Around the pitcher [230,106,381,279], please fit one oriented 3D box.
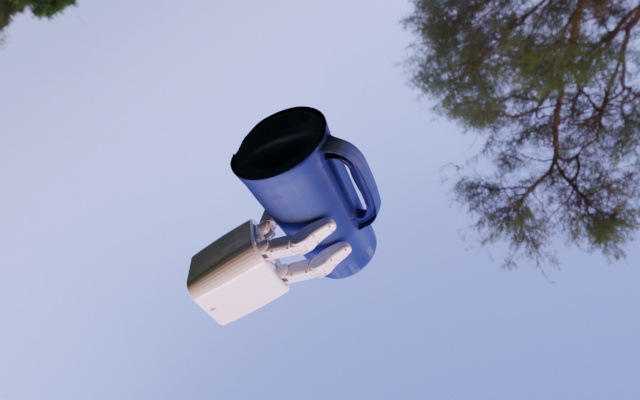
[{"bbox_3d":[0.000,0.002,0.656,0.145,0.243,0.149,-32,40,0],"label":"pitcher"}]
